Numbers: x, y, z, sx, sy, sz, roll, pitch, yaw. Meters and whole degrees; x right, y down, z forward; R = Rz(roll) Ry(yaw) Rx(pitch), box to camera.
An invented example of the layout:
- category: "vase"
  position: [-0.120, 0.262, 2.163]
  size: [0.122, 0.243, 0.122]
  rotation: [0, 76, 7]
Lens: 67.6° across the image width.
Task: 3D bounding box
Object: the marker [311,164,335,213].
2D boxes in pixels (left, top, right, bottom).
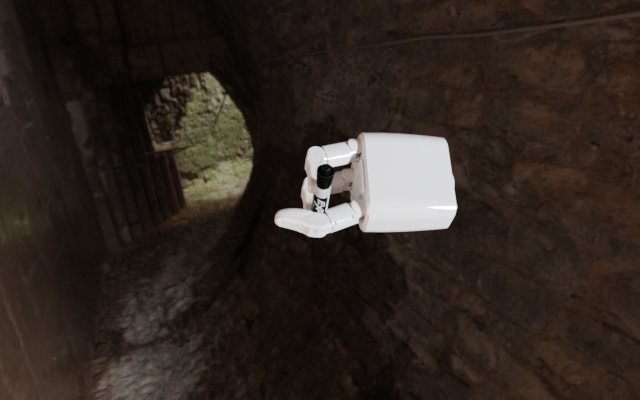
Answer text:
- category: "marker"
  position: [0.000, 0.002, 0.529]
  size: [0.020, 0.020, 0.121]
  rotation: [0, -36, -7]
